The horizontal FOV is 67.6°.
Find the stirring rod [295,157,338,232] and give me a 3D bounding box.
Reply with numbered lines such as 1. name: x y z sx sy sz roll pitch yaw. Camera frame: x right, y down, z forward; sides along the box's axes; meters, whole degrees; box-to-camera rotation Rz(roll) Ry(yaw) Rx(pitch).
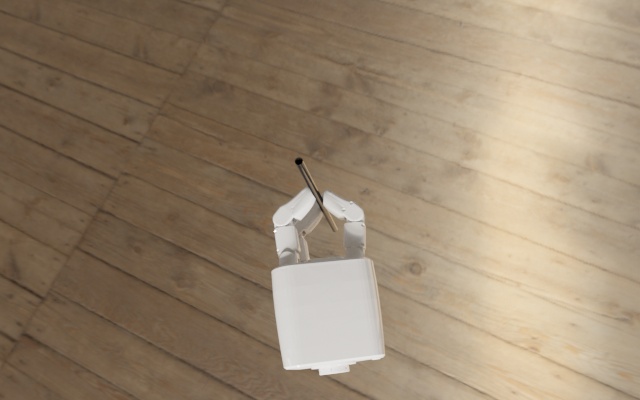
1. stirring rod: 0.000 0.002 0.567 0.011 0.011 0.240 0 -19 10
